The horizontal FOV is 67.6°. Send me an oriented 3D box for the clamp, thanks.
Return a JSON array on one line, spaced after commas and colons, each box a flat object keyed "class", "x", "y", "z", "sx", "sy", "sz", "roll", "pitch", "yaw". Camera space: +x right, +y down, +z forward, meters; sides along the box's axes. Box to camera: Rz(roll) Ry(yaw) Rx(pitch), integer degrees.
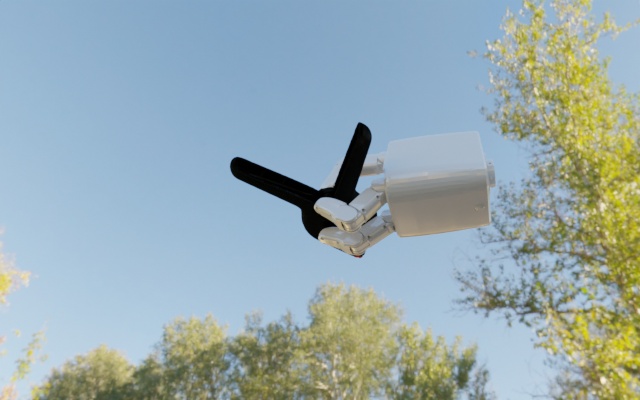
[{"class": "clamp", "x": 0.001, "y": 0.002, "z": 0.571, "sx": 0.164, "sy": 0.036, "sz": 0.210, "roll": -7, "pitch": -42, "yaw": 17}]
